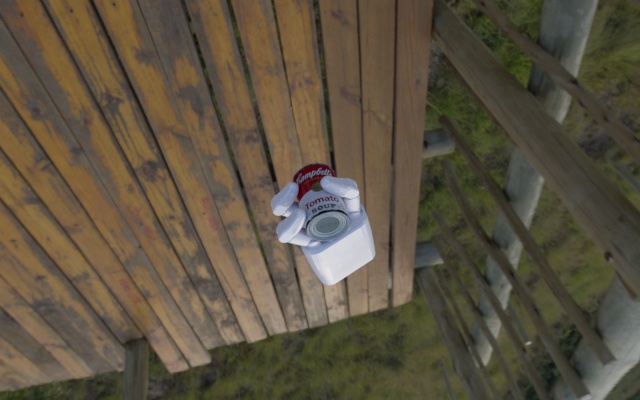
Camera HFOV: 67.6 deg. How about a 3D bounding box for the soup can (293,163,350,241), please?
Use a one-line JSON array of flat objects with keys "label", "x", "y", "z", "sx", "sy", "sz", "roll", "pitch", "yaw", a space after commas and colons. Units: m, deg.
[{"label": "soup can", "x": 0.000, "y": 0.002, "z": 0.717, "sx": 0.068, "sy": 0.102, "sz": 0.069, "roll": -9, "pitch": -43, "yaw": -8}]
